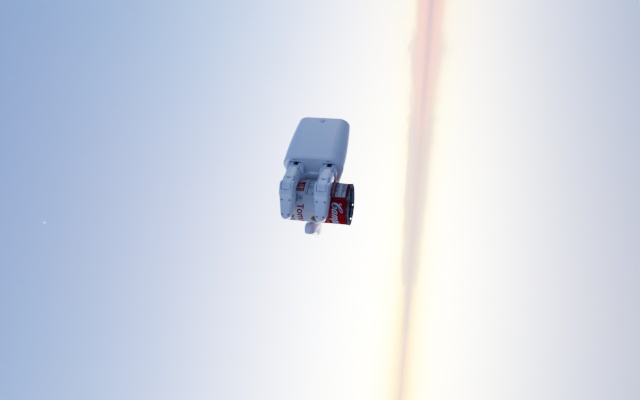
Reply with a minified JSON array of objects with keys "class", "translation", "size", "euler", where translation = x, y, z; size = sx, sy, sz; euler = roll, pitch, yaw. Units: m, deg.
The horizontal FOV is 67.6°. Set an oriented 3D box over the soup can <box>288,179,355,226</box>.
[{"class":"soup can","translation":[0.000,0.003,0.763],"size":[0.102,0.068,0.068],"euler":[5,1,11]}]
